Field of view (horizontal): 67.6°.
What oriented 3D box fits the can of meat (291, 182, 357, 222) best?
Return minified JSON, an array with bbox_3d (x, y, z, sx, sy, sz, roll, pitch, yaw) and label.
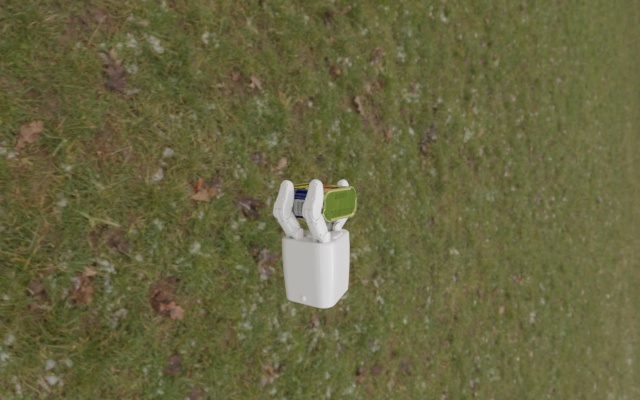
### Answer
[{"bbox_3d":[0.000,0.003,0.788,0.084,0.057,0.102,5,9,36],"label":"can of meat"}]
